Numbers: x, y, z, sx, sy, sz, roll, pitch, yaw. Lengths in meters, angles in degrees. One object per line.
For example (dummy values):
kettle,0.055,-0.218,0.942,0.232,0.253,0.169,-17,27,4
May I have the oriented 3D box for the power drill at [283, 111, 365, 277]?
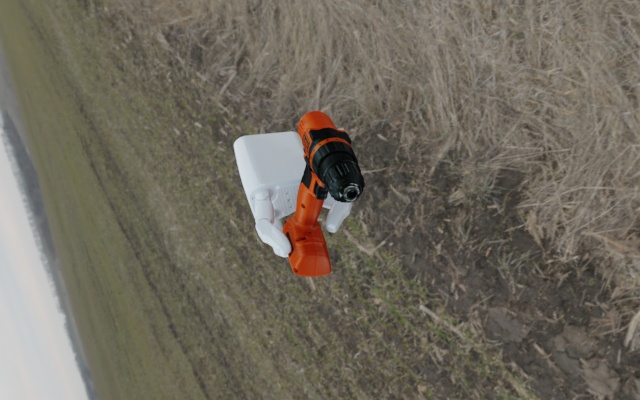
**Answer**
power drill,0.000,0.002,0.599,0.057,0.188,0.184,4,31,-16
